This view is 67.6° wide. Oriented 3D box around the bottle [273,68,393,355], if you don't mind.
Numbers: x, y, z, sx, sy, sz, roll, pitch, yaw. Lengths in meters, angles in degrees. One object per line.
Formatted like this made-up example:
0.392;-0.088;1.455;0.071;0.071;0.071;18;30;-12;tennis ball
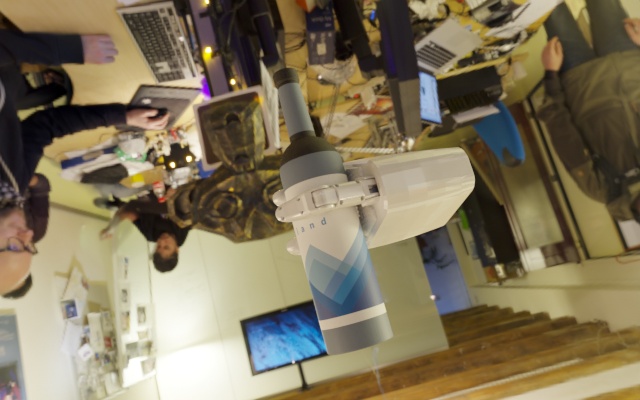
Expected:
0.000;0.002;0.491;0.069;0.295;0.069;-15;-10;-3;bottle
